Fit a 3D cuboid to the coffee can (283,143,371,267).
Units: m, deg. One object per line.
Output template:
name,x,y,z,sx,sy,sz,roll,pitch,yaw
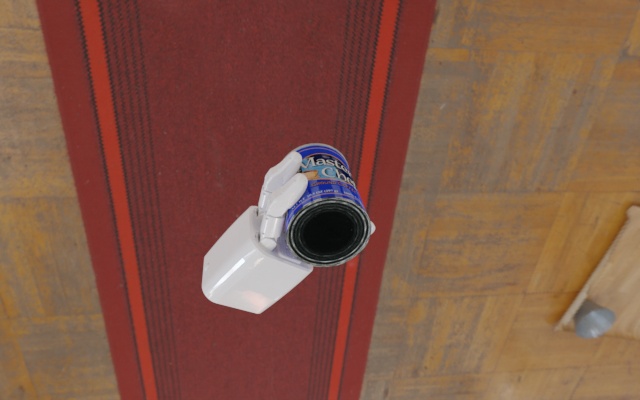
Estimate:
coffee can,0.000,0.002,0.621,0.103,0.103,0.140,0,33,-10
